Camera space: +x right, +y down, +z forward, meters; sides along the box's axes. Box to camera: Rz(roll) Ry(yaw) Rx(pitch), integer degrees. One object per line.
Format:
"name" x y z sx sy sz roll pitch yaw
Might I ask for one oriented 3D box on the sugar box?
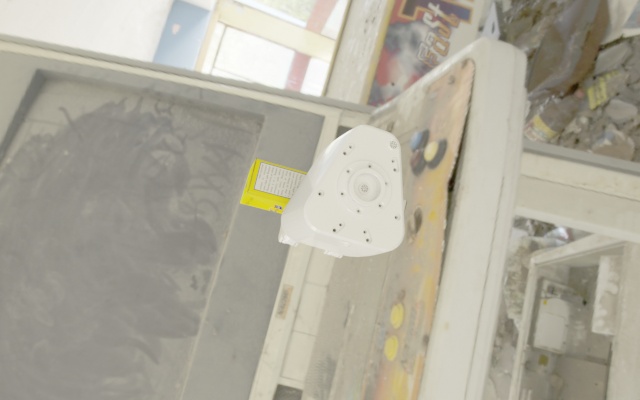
"sugar box" 0.000 0.002 0.555 0.176 0.048 0.093 17 -10 -11
